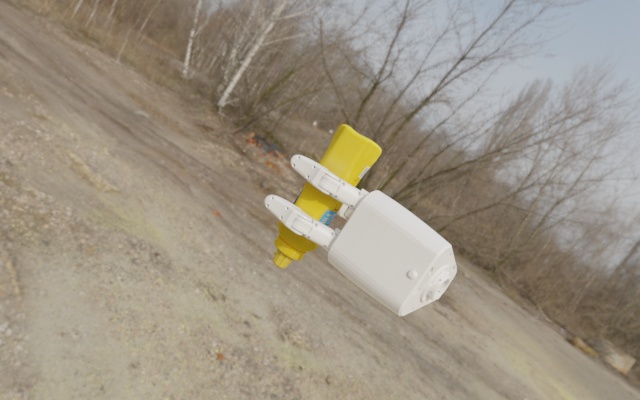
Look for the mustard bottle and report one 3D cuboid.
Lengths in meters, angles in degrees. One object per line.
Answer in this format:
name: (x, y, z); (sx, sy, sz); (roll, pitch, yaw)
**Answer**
mustard bottle: (0.000, 0.002, 0.589); (0.058, 0.191, 0.096); (34, 7, 8)
